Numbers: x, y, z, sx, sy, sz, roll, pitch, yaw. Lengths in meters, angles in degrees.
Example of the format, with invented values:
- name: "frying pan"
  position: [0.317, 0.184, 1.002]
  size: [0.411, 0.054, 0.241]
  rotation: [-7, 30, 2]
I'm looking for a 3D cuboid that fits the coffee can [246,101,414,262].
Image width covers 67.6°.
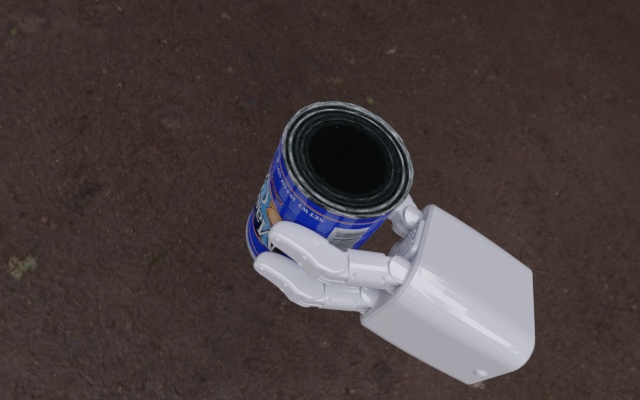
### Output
- name: "coffee can"
  position: [0.000, 0.001, 0.403]
  size: [0.103, 0.102, 0.140]
  rotation: [0, -29, -20]
